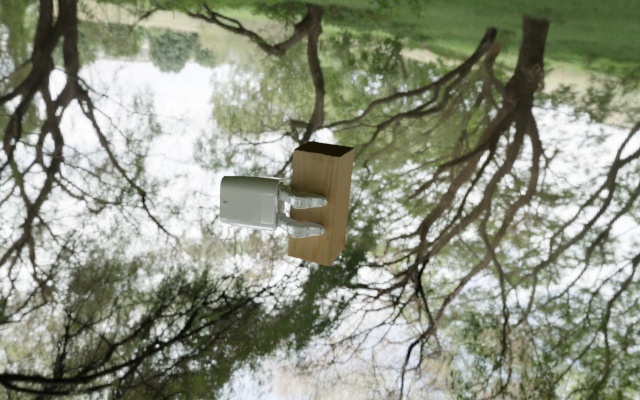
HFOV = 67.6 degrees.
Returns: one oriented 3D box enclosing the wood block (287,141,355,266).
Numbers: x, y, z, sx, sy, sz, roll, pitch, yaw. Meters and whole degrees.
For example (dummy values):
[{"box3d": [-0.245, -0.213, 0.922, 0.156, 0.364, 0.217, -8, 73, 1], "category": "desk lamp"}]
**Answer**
[{"box3d": [0.000, 0.003, 0.889, 0.090, 0.206, 0.090, 11, 21, 17], "category": "wood block"}]
